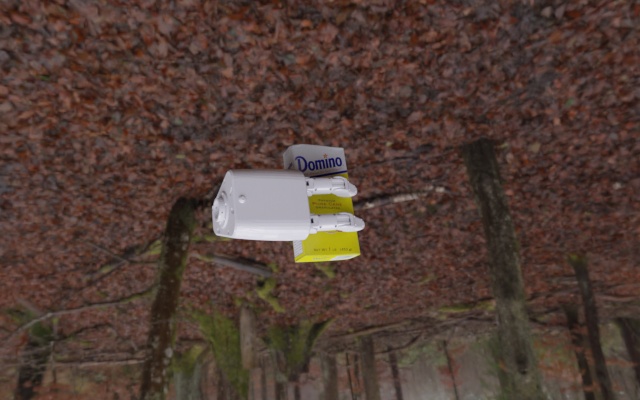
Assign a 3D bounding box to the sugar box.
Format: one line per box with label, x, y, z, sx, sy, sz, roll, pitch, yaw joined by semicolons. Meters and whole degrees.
sugar box;0.000;0.002;0.725;0.093;0.176;0.048;1;-18;-27
